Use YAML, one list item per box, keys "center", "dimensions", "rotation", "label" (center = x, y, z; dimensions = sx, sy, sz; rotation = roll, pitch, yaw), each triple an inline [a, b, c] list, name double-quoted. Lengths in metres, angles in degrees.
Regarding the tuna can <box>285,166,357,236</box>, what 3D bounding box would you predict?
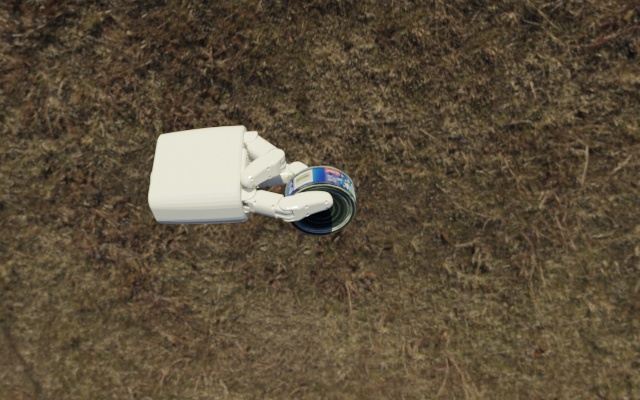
- center: [0.000, 0.002, 0.572]
  dimensions: [0.086, 0.086, 0.033]
  rotation: [0, 41, -4]
  label: "tuna can"
